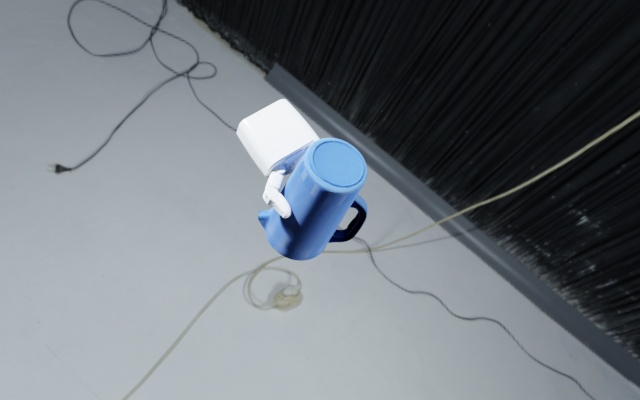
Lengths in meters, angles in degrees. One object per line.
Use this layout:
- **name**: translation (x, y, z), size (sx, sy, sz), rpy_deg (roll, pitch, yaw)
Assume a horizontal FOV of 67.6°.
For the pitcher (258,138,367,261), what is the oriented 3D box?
- **pitcher**: translation (0.000, 0.003, 0.851), size (0.149, 0.145, 0.243), rpy_deg (-27, -17, -32)
